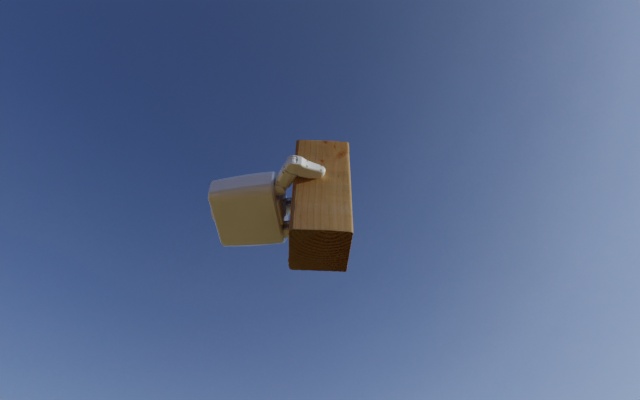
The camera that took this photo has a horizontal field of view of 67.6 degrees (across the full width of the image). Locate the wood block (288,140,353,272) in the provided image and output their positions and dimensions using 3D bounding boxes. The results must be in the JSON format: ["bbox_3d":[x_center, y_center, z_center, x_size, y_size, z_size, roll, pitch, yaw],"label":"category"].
[{"bbox_3d":[0.000,0.002,0.754,0.090,0.091,0.206,3,44,-2],"label":"wood block"}]
